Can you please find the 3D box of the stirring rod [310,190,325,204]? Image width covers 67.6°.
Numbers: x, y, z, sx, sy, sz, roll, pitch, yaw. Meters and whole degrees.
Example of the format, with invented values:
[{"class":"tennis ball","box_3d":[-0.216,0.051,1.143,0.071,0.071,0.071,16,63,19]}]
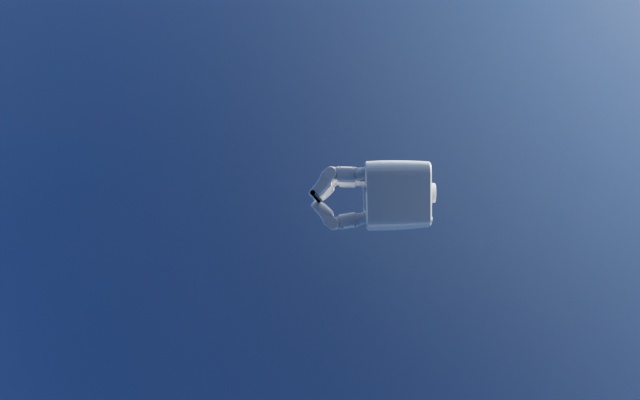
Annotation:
[{"class":"stirring rod","box_3d":[0.000,0.003,0.824,0.011,0.011,0.239,0,-7,6]}]
